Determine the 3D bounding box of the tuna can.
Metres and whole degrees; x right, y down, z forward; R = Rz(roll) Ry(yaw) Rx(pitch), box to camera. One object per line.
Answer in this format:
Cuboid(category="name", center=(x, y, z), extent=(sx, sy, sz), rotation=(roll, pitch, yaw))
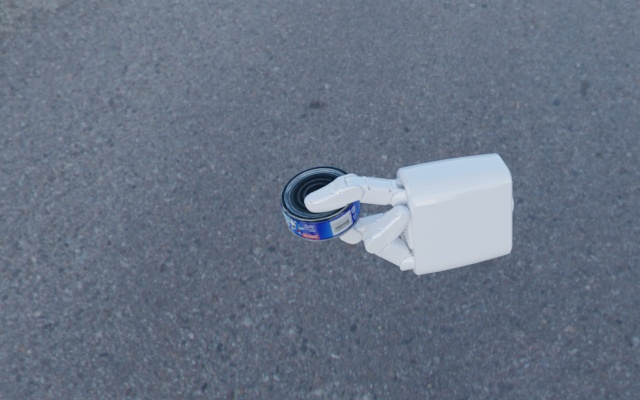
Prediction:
Cuboid(category="tuna can", center=(0.000, 0.001, 0.521), extent=(0.086, 0.086, 0.034), rotation=(0, -43, 14))
